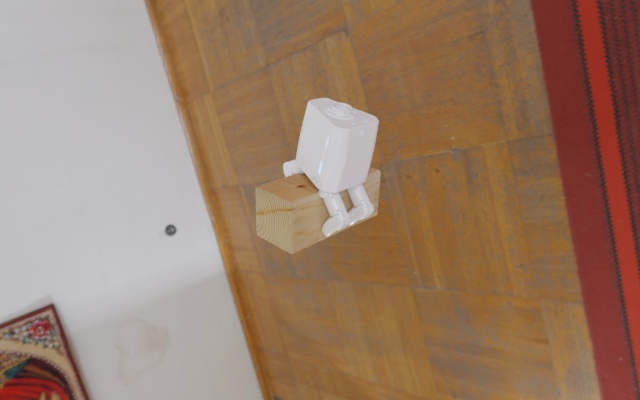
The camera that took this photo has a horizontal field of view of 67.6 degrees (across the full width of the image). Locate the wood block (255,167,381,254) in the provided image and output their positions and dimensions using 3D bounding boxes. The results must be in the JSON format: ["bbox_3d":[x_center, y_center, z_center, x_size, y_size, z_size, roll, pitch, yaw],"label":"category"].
[{"bbox_3d":[0.000,0.002,0.804,0.206,0.090,0.091,-21,32,-40],"label":"wood block"}]
